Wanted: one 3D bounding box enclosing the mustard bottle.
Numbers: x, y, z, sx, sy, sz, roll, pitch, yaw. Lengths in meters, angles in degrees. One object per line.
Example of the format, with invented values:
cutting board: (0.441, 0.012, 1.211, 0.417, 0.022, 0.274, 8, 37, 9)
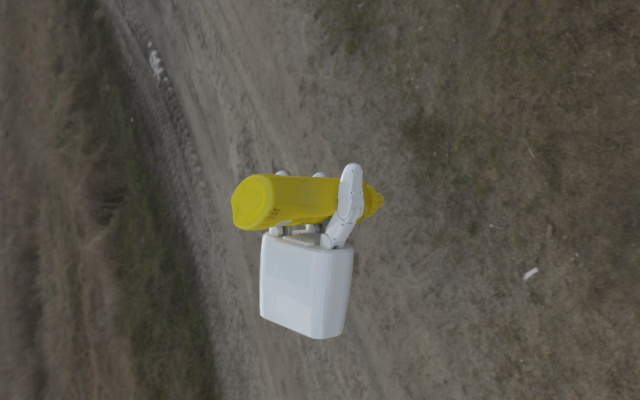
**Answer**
mustard bottle: (0.000, 0.002, 0.564, 0.191, 0.058, 0.096, 0, -15, -35)
